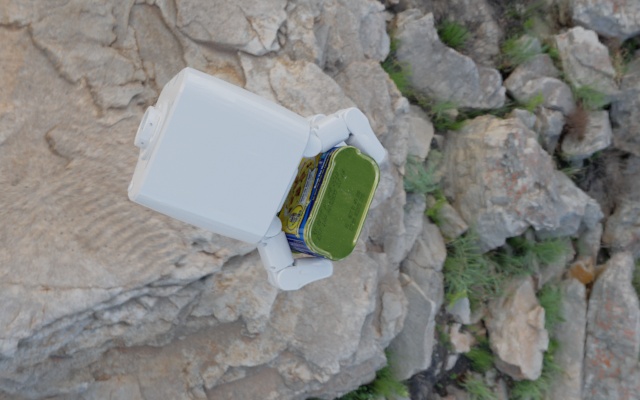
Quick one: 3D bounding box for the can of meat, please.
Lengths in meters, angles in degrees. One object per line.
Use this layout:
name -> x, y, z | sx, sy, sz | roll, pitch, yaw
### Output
can of meat -> 0.000, 0.002, 0.433 | 0.057, 0.102, 0.084 | 25, -11, -28
